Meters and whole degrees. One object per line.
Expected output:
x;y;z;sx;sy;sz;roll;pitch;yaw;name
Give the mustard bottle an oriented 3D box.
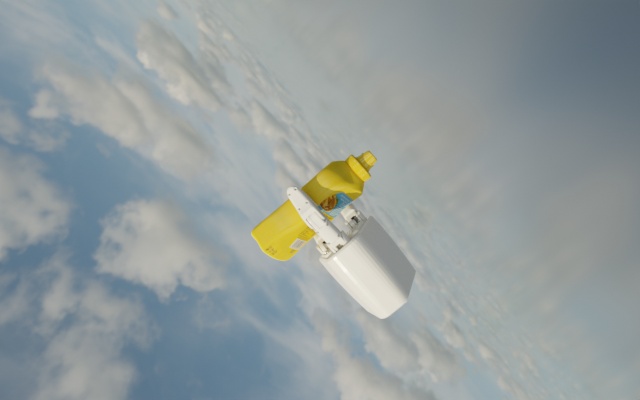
0.000;0.002;0.654;0.191;0.058;0.096;-41;-23;8;mustard bottle
